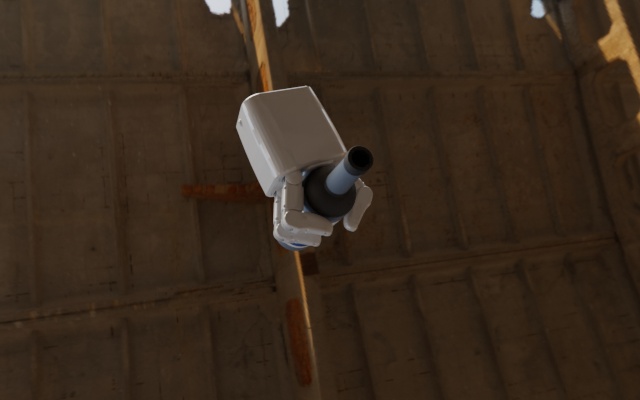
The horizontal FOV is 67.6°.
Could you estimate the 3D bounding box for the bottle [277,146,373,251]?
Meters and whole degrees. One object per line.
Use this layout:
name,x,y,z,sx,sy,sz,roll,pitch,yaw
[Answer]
bottle,0.000,0.002,0.605,0.069,0.069,0.296,0,-17,-16
